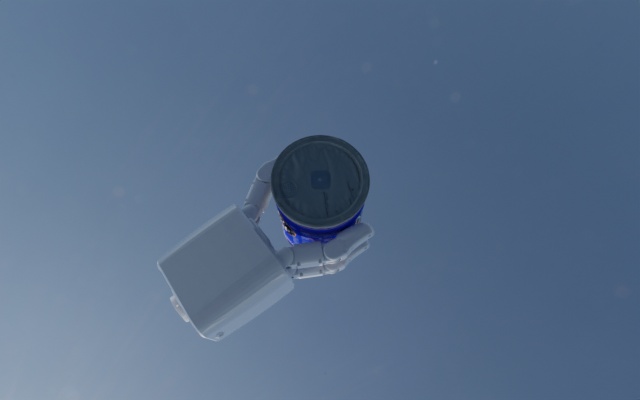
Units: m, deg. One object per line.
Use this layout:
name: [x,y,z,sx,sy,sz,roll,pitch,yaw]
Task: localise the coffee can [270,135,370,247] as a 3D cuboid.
coffee can: [0.000,0.002,0.553,0.103,0.102,0.140,0,-20,1]
